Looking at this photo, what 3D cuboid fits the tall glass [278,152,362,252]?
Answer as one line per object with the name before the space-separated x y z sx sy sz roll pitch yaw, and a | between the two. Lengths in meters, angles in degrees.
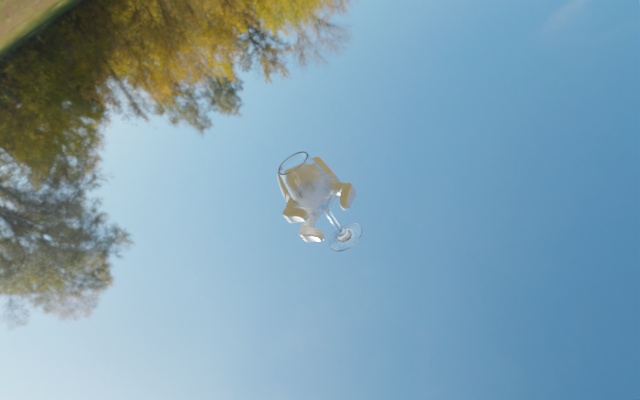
tall glass | 0.001 0.003 0.898 0.079 0.201 0.079 -25 32 17
